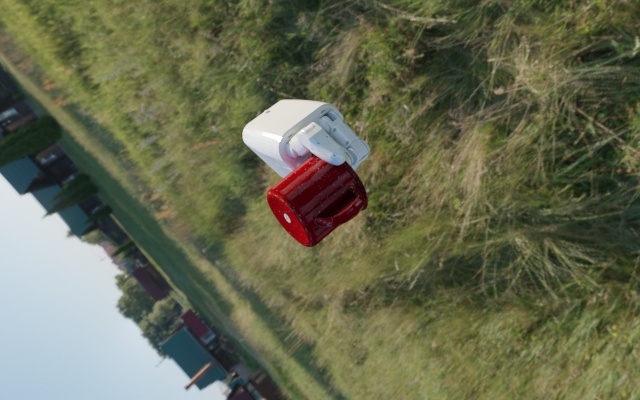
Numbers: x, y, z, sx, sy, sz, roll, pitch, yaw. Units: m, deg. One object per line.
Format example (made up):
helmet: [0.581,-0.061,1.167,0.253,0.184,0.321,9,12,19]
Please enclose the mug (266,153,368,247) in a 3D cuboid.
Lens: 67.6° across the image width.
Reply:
mug: [0.001,0.002,0.533,0.081,0.093,0.117,-40,34,-20]
